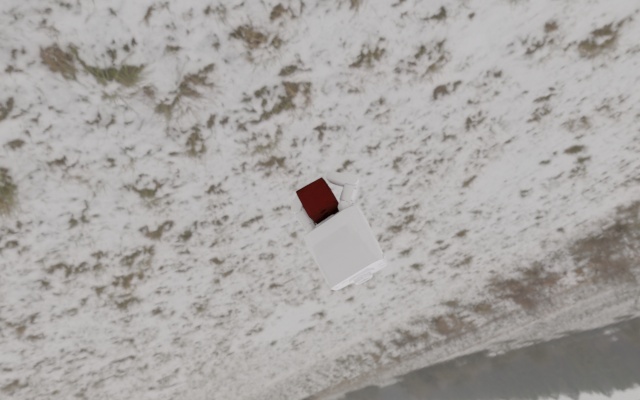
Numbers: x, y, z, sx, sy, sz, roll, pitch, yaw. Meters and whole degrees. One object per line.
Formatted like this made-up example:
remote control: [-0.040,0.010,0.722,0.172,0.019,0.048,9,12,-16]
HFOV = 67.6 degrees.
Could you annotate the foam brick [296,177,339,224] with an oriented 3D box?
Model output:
foam brick: [0.000,0.003,0.822,0.053,0.051,0.078,-30,-19,5]
